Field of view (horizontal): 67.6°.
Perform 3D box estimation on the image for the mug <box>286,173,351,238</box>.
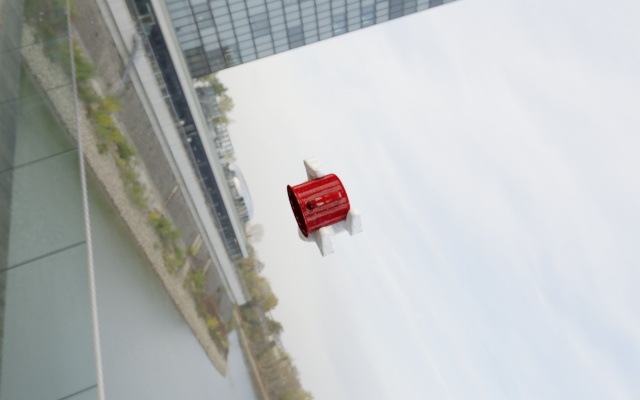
[{"bbox_3d":[0.001,0.002,0.775,0.081,0.093,0.117,-20,-5,-12],"label":"mug"}]
